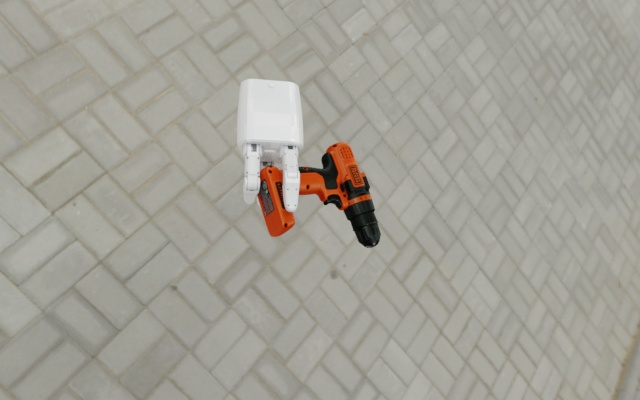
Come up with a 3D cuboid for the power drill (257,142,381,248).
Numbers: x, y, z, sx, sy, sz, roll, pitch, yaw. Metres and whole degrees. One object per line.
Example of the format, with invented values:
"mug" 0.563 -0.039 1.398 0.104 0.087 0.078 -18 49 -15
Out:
"power drill" 0.000 0.002 0.759 0.187 0.184 0.057 -11 -15 -34
